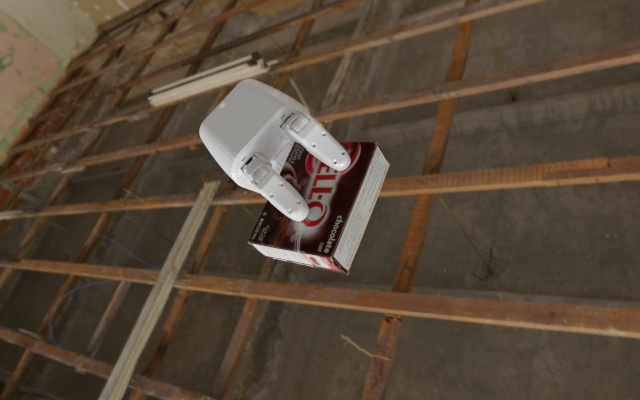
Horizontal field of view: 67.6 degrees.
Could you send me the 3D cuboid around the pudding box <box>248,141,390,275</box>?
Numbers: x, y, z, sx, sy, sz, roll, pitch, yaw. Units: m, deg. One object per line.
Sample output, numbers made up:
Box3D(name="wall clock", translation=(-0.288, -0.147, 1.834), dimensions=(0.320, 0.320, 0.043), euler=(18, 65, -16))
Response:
Box3D(name="pudding box", translation=(0.000, 0.001, 0.418), dimensions=(0.090, 0.113, 0.039), euler=(5, -25, 37))
